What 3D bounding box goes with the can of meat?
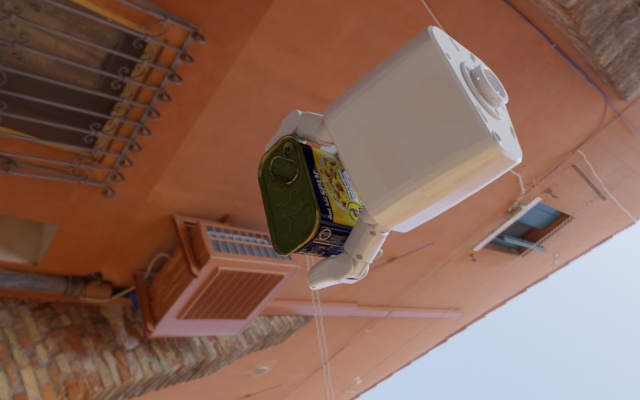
[{"bbox_3d":[0.000,0.002,0.422,0.084,0.102,0.057,14,-41,-42],"label":"can of meat"}]
